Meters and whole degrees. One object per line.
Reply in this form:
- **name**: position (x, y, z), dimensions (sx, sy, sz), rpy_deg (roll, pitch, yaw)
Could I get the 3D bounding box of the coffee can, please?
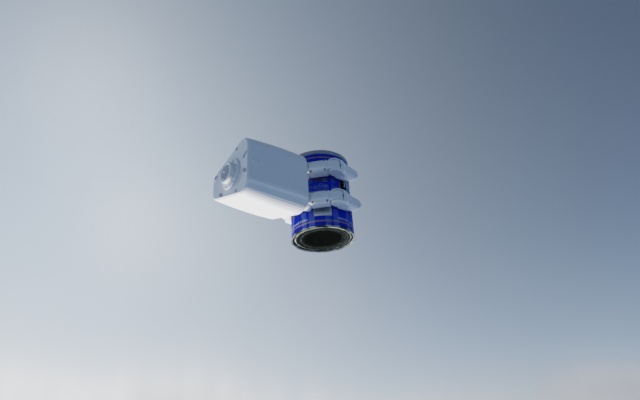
- **coffee can**: position (0.000, 0.003, 0.792), dimensions (0.103, 0.140, 0.103), rpy_deg (-3, -28, -2)
